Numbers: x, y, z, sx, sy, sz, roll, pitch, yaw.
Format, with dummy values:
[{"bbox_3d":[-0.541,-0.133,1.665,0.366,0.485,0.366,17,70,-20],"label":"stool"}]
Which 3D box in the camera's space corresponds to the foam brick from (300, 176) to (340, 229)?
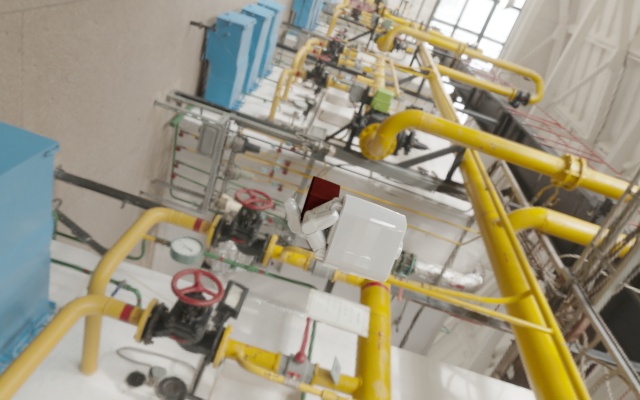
[{"bbox_3d":[0.000,0.002,0.813,0.051,0.053,0.078,18,27,-3],"label":"foam brick"}]
